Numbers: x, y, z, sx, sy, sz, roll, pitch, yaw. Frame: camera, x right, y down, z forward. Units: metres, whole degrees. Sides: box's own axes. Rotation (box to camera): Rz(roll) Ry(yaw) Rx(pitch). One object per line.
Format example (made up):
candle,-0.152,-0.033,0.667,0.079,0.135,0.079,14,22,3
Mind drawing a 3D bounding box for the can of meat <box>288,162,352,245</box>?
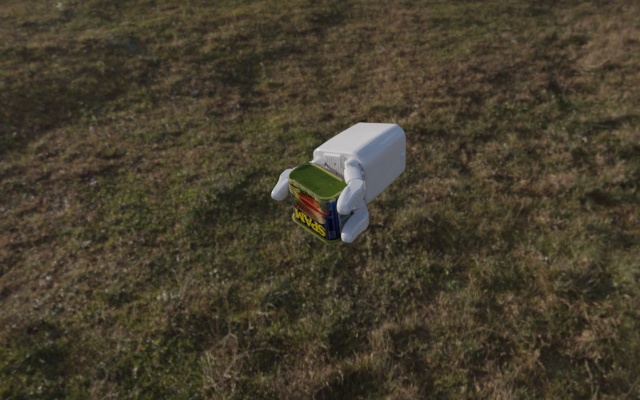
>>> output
can of meat,0.000,0.002,0.700,0.057,0.084,0.102,-33,46,-28
